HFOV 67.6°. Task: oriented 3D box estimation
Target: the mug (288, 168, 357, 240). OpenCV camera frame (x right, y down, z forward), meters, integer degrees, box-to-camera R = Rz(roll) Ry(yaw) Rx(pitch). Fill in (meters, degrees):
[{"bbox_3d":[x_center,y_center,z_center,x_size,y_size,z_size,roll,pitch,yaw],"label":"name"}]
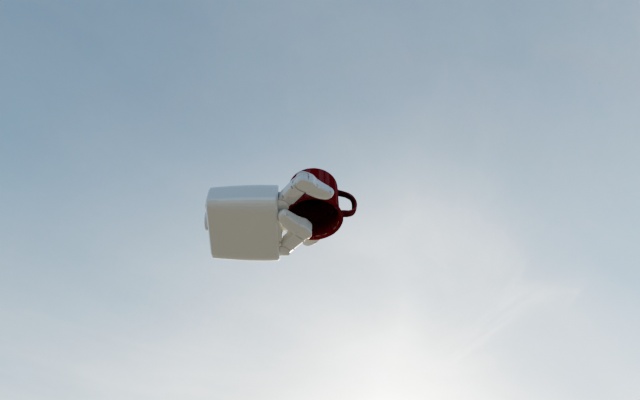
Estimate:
[{"bbox_3d":[0.002,0.002,0.762,0.117,0.093,0.081,1,42,-2],"label":"mug"}]
